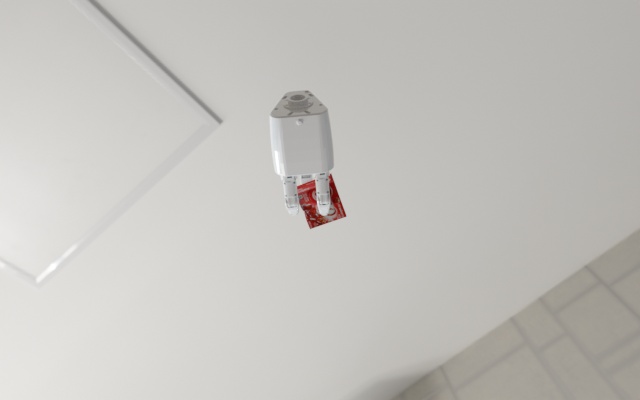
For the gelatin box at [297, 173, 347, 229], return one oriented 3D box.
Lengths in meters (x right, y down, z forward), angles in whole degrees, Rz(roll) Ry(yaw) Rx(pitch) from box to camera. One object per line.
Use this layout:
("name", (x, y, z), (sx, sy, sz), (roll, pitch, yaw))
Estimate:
("gelatin box", (0.000, 0.003, 0.867), (0.073, 0.089, 0.030), (-19, 38, 2))
